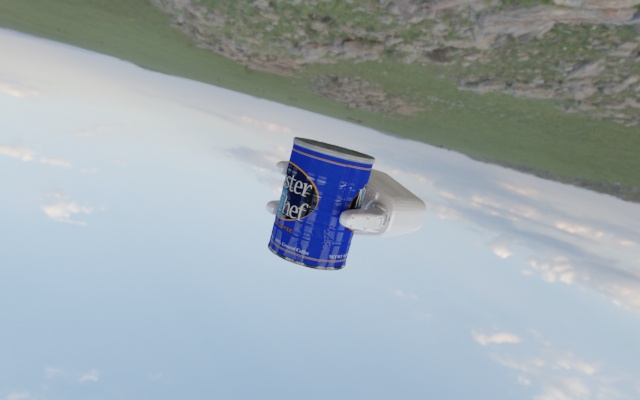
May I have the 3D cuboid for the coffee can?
[{"bbox_3d":[0.000,0.002,0.592,0.103,0.140,0.103,14,10,-3],"label":"coffee can"}]
